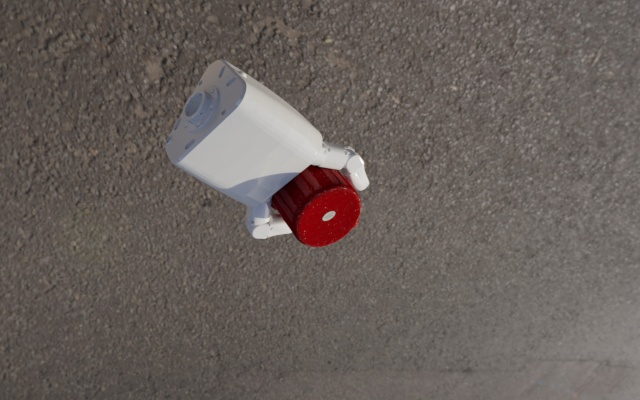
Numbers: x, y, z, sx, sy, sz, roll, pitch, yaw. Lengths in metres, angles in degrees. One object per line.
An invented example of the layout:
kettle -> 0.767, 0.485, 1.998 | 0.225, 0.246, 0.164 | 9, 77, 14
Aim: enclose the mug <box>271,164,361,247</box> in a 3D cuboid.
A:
mug -> 0.001, 0.002, 0.539 | 0.117, 0.093, 0.081 | 29, 16, -42
